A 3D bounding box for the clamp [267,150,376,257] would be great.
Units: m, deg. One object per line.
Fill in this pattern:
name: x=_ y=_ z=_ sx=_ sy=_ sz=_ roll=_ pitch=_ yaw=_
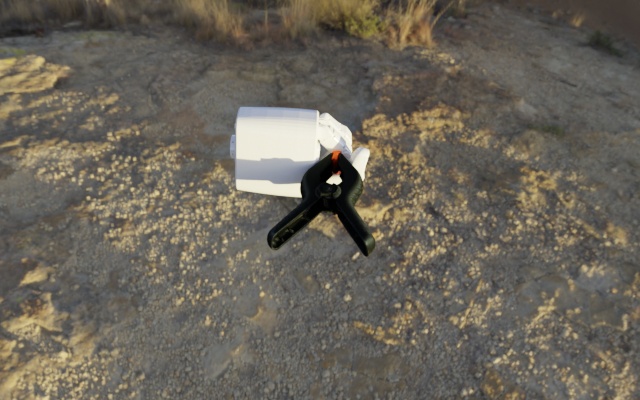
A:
clamp: x=0.000 y=0.001 z=0.577 sx=0.120 sy=0.039 sz=0.171 roll=2 pitch=40 yaw=-1
